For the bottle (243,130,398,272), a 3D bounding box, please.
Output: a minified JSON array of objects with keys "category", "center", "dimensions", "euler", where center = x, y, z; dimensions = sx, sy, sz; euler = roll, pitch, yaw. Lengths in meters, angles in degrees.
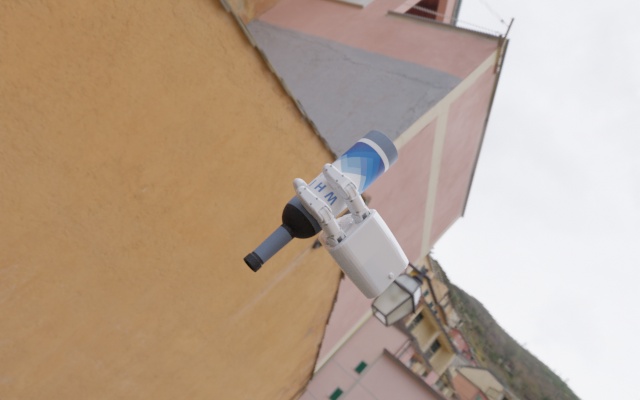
[{"category":"bottle","center":[0.000,0.002,0.741],"dimensions":[0.295,0.069,0.069],"euler":[-42,17,-20]}]
